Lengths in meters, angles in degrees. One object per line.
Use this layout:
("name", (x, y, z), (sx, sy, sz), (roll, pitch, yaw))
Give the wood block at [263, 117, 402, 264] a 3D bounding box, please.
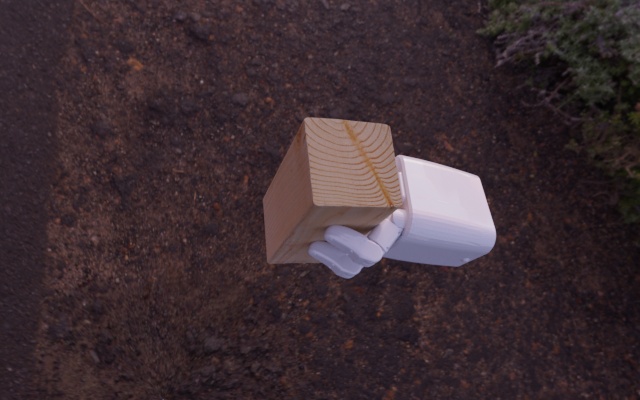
("wood block", (0.000, 0.001, 0.532), (0.090, 0.090, 0.206), (1, -22, -18))
